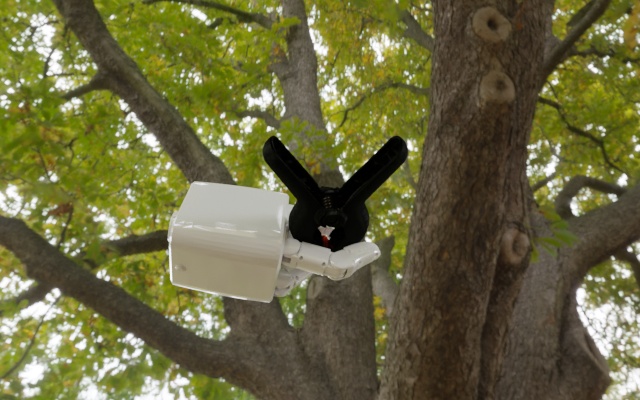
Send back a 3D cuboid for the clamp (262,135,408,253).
[{"bbox_3d":[0.000,0.001,0.447,0.120,0.039,0.172,10,-45,-7],"label":"clamp"}]
